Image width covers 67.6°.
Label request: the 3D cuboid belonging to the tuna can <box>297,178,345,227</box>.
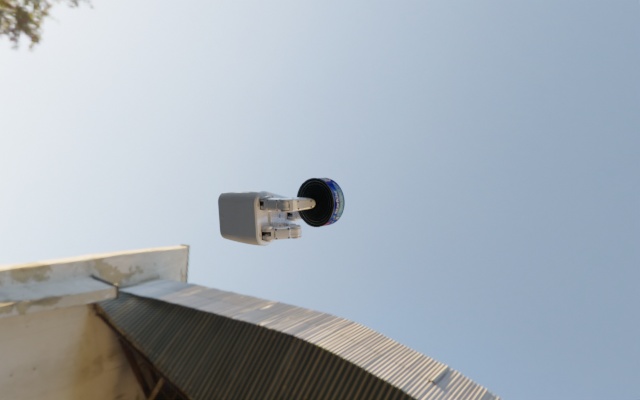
[{"bbox_3d":[0.001,0.003,0.834,0.086,0.086,0.034,0,4,40],"label":"tuna can"}]
